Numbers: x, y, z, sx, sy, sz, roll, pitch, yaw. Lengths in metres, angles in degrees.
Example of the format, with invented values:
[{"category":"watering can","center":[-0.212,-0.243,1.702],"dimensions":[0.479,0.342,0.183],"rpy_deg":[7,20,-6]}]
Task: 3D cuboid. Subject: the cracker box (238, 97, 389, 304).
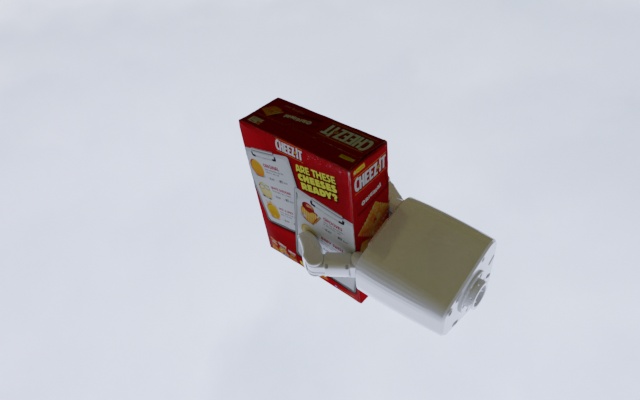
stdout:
[{"category":"cracker box","center":[0.000,0.002,0.573],"dimensions":[0.164,0.214,0.072],"rpy_deg":[28,53,33]}]
